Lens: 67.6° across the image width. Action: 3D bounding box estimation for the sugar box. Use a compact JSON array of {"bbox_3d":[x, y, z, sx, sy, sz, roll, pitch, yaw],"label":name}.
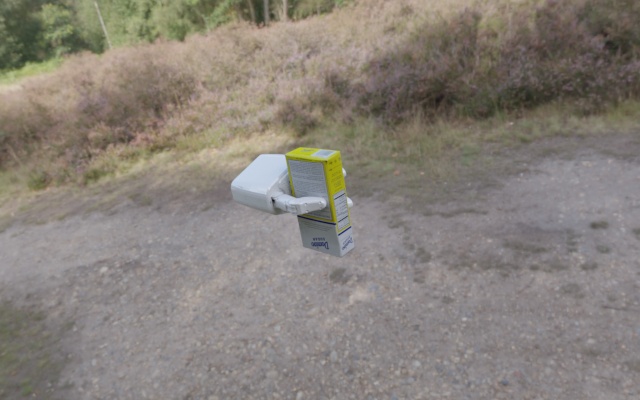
[{"bbox_3d":[0.000,0.002,0.805,0.093,0.176,0.048,12,33,41],"label":"sugar box"}]
